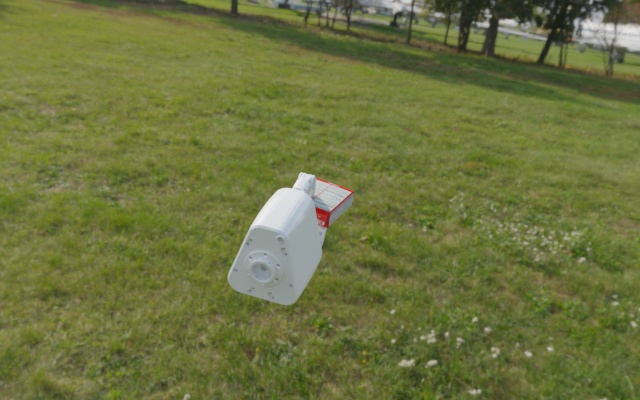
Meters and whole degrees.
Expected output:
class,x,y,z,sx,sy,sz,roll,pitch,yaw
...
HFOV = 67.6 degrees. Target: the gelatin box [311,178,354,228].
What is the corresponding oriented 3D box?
class,x,y,z,sx,sy,sz,roll,pitch,yaw
gelatin box,0.000,0.002,0.737,0.073,0.030,0.089,20,33,21
